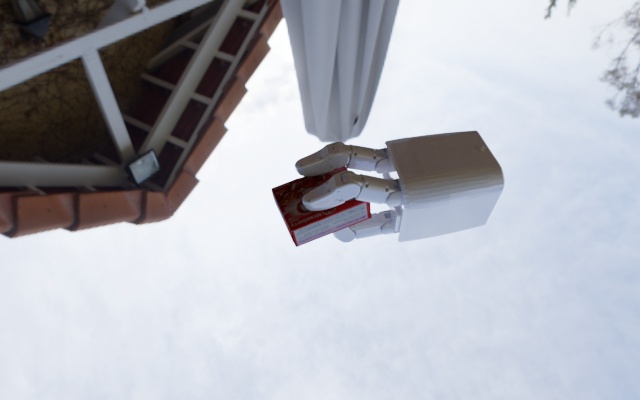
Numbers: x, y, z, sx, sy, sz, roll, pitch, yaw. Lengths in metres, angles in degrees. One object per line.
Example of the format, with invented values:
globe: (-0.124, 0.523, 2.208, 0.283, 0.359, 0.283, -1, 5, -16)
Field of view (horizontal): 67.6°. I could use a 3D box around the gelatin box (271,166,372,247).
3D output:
gelatin box: (0.000, 0.002, 0.514, 0.089, 0.030, 0.073, -21, 44, -8)
